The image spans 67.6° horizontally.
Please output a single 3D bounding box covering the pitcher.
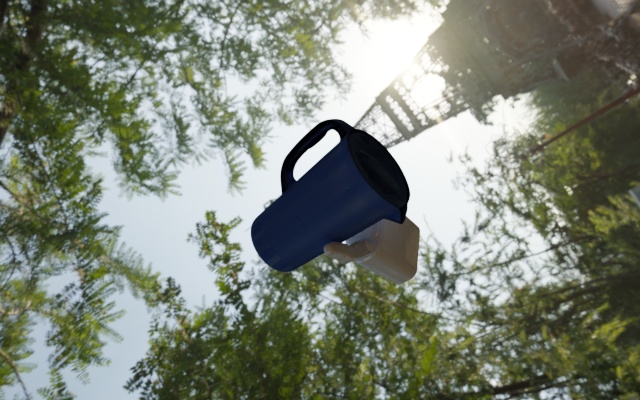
[{"bbox_3d":[0.000,0.003,0.731,0.145,0.149,0.243,32,-53,-33],"label":"pitcher"}]
